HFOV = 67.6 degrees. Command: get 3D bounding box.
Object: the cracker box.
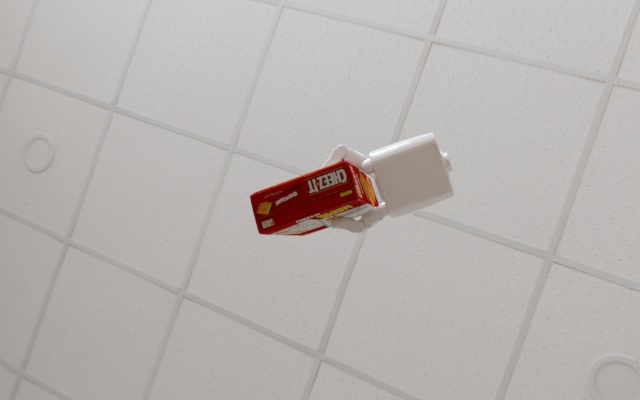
[{"bbox_3d":[0.000,0.003,0.804,0.164,0.072,0.214,-20,-10,13],"label":"cracker box"}]
